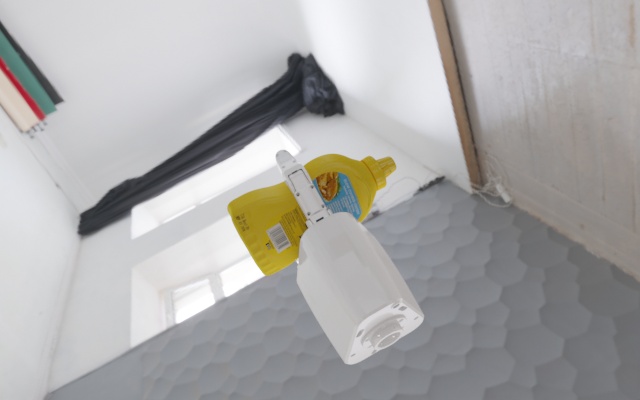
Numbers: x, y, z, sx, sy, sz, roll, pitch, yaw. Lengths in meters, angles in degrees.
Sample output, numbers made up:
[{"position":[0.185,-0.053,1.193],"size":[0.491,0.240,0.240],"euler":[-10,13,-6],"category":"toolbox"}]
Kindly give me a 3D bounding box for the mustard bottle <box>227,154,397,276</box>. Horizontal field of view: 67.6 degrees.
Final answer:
[{"position":[0.000,0.002,0.537],"size":[0.191,0.096,0.058],"euler":[-28,31,-7],"category":"mustard bottle"}]
